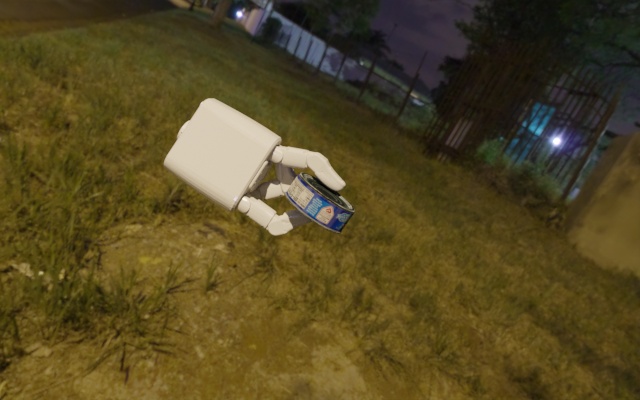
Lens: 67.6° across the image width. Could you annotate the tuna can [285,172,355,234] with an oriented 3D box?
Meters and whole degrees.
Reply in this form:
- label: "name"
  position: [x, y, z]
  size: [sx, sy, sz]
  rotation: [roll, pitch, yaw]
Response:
- label: "tuna can"
  position: [0.000, 0.002, 0.592]
  size: [0.086, 0.034, 0.086]
  rotation: [34, 11, -7]
